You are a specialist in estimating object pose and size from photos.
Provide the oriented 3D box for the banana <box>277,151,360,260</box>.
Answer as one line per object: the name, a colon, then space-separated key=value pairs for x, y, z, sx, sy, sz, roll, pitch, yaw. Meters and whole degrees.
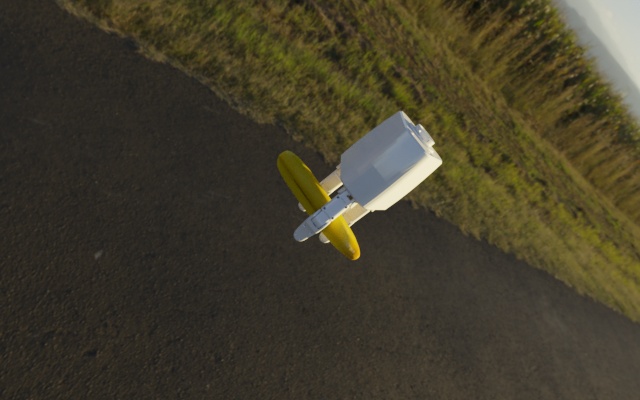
banana: x=-0.008 y=-0.004 z=0.659 sx=0.037 sy=0.197 sz=0.070 roll=-39 pitch=-22 yaw=8
